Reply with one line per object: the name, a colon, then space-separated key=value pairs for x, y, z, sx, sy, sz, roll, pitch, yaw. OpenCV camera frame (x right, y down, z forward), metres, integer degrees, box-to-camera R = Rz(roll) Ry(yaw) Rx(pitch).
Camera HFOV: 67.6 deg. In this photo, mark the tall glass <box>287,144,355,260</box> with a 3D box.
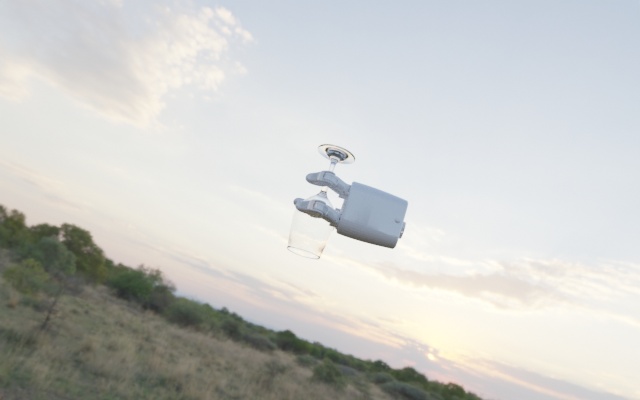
tall glass: x=0.000 y=0.002 z=0.867 sx=0.079 sy=0.201 sz=0.079 roll=17 pitch=-17 yaw=5
